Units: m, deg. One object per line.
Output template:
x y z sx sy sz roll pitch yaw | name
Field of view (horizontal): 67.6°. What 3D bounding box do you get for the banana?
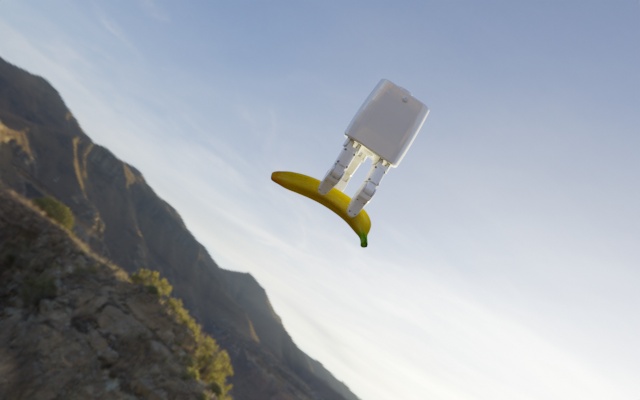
0.011 0.000 0.781 0.198 0.037 0.069 34 26 15 | banana
